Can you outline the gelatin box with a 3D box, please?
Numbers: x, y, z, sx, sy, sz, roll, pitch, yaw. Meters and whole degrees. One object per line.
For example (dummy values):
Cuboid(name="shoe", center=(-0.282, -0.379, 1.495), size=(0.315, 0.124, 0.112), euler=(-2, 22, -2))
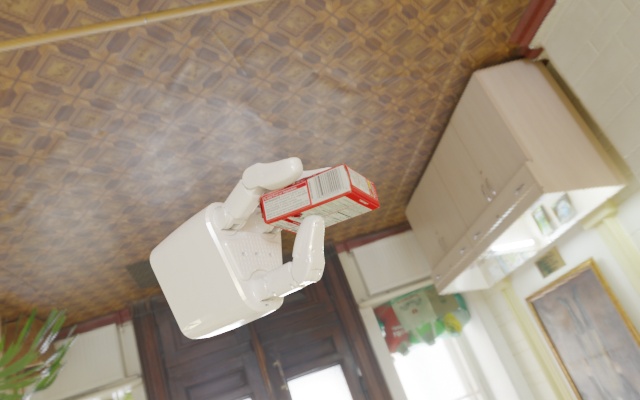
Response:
Cuboid(name="gelatin box", center=(0.000, 0.002, 0.440), size=(0.089, 0.030, 0.073), euler=(-21, -20, 21))
